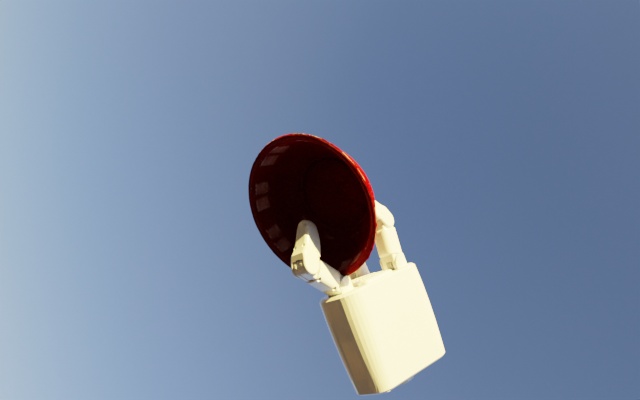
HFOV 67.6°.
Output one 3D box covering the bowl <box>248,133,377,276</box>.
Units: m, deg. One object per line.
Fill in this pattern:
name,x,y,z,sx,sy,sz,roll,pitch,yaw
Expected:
bowl,0.000,0.000,0.516,0.162,0.162,0.055,0,19,35
